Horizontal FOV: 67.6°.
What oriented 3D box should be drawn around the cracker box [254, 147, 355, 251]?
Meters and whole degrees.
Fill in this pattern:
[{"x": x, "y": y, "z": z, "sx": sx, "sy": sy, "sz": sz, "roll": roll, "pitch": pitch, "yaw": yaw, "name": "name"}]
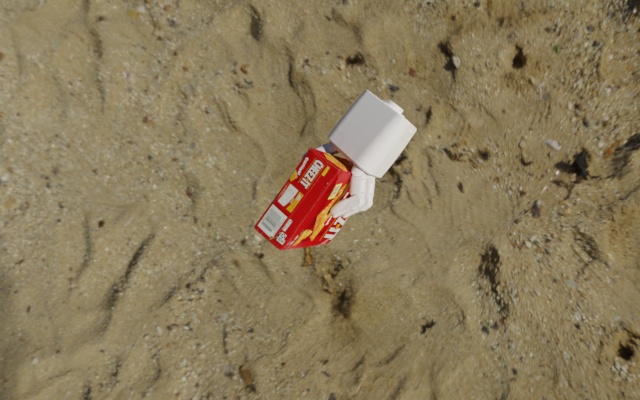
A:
[{"x": 0.000, "y": 0.003, "z": 0.840, "sx": 0.072, "sy": 0.164, "sz": 0.214, "roll": 40, "pitch": 12, "yaw": 18, "name": "cracker box"}]
